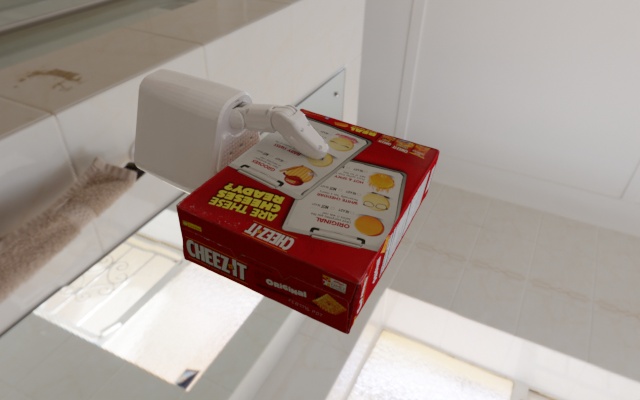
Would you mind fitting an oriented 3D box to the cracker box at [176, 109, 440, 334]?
[{"bbox_3d":[0.000,0.001,0.453,0.164,0.072,0.213,20,40,18],"label":"cracker box"}]
